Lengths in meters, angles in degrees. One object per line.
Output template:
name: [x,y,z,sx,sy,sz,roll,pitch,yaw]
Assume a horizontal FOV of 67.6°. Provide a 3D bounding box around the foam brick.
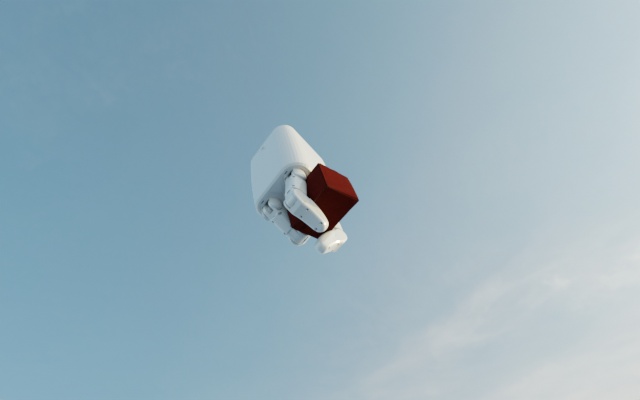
foam brick: [0.000,0.002,0.607,0.053,0.078,0.051,25,29,-31]
